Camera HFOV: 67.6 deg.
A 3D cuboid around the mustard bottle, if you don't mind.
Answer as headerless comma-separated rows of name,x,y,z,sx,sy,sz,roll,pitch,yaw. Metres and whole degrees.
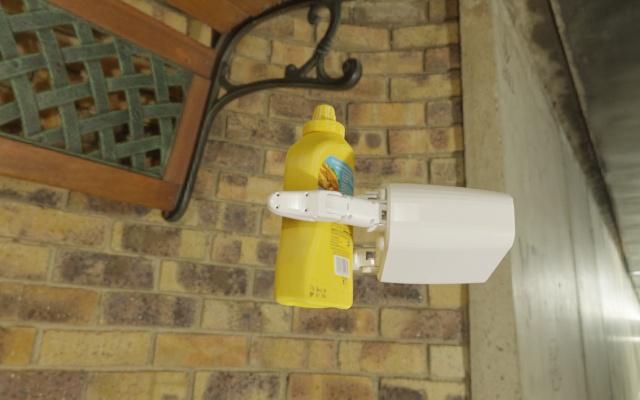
mustard bottle,0.000,0.002,0.445,0.058,0.191,0.096,-4,-16,27
